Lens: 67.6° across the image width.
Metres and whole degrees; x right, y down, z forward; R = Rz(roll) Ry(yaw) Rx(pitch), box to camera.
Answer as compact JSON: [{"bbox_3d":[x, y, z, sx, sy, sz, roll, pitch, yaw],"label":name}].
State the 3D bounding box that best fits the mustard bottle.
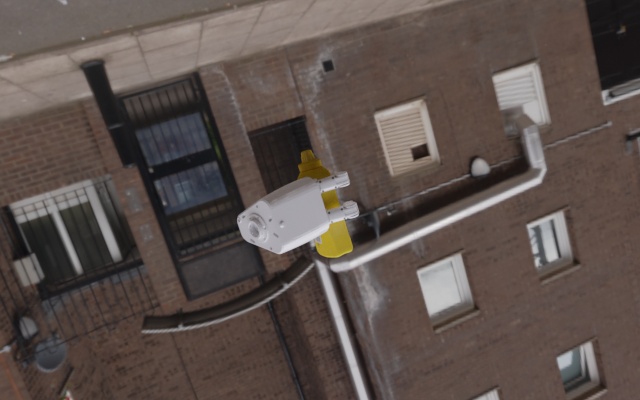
[{"bbox_3d":[0.000,0.003,0.860,0.058,0.192,0.096,-20,11,-17],"label":"mustard bottle"}]
